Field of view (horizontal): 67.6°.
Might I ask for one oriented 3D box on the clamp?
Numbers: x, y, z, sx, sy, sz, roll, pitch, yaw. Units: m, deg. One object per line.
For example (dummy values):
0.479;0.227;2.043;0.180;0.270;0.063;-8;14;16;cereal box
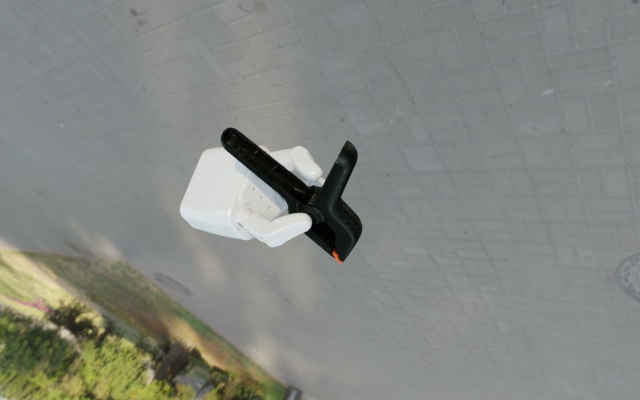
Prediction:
0.000;0.003;0.524;0.164;0.036;0.210;8;-36;40;clamp
